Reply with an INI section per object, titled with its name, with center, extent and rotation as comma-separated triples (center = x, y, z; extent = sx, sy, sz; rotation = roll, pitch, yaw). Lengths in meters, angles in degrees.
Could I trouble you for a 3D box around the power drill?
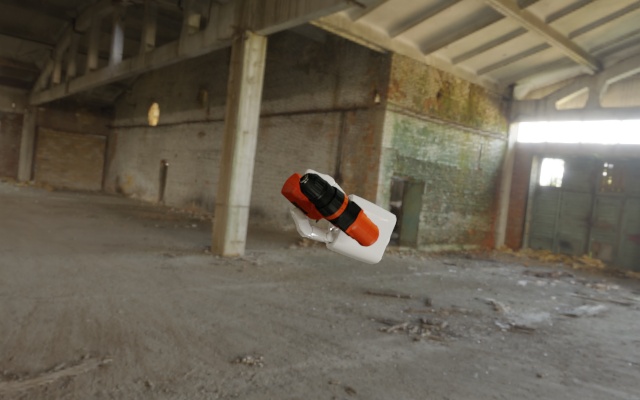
[power drill]
center = 0.000, 0.003, 0.858
extent = 0.184, 0.057, 0.187
rotation = 43, -8, -30
